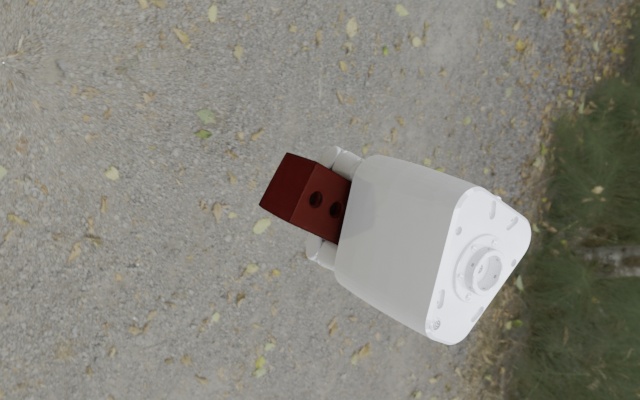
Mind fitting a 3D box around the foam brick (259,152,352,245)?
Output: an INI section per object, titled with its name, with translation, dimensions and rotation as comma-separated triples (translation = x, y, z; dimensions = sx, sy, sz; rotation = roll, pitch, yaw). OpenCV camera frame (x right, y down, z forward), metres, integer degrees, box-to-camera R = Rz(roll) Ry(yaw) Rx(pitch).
[foam brick]
translation = 0.000, 0.001, 0.402
dimensions = 0.078, 0.053, 0.051
rotation = 26, -1, -36
